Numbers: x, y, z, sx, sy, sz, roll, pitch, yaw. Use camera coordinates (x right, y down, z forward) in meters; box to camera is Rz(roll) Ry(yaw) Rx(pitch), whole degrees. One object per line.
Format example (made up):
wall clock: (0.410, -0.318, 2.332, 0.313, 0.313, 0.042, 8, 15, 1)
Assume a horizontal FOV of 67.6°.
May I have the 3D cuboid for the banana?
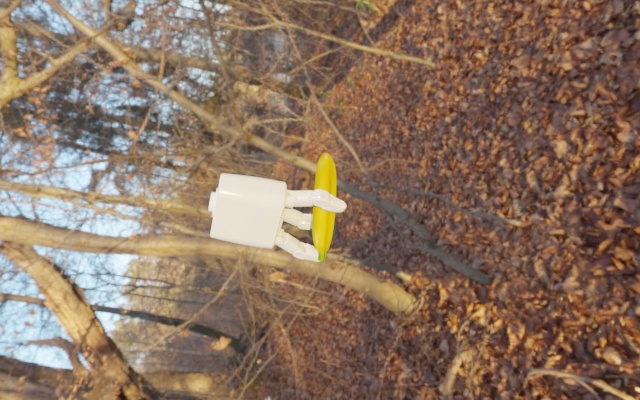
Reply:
banana: (0.004, 0.002, 0.819, 0.037, 0.197, 0.070, 8, -16, -12)
